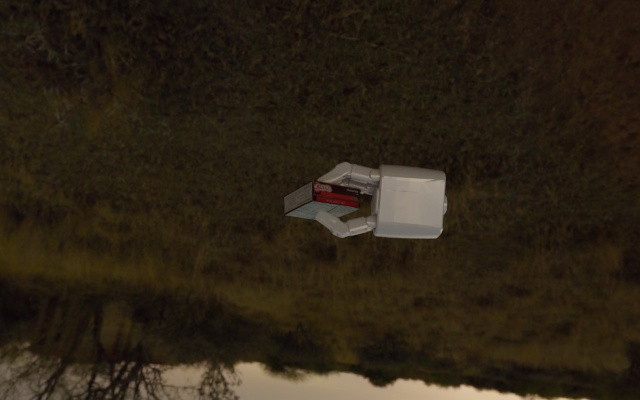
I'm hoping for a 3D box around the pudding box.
[{"bbox_3d":[0.000,0.003,0.791,0.090,0.039,0.113,11,-20,-27],"label":"pudding box"}]
